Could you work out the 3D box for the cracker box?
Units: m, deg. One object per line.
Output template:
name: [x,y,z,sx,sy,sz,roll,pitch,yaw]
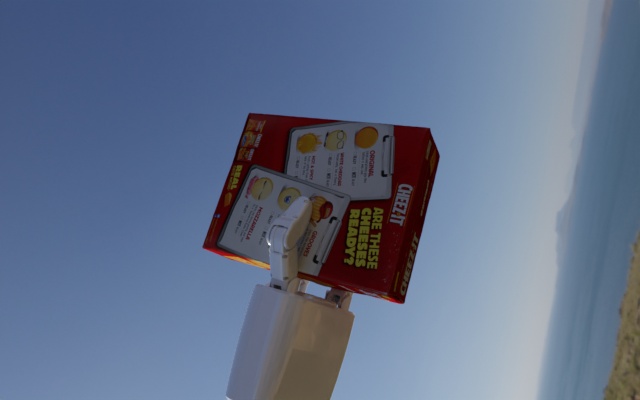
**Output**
cracker box: [0.000,0.002,0.502,0.213,0.164,0.072,10,-14,27]
